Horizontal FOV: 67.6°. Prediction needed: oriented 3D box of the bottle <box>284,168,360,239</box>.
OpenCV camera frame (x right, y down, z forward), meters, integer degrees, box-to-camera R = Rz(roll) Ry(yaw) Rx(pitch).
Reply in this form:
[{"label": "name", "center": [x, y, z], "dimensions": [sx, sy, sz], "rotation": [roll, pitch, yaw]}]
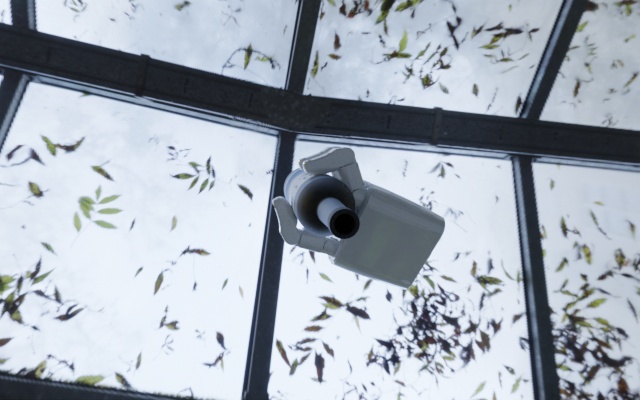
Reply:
[{"label": "bottle", "center": [0.000, 0.002, 0.561], "dimensions": [0.069, 0.069, 0.295], "rotation": [0, 7, -8]}]
